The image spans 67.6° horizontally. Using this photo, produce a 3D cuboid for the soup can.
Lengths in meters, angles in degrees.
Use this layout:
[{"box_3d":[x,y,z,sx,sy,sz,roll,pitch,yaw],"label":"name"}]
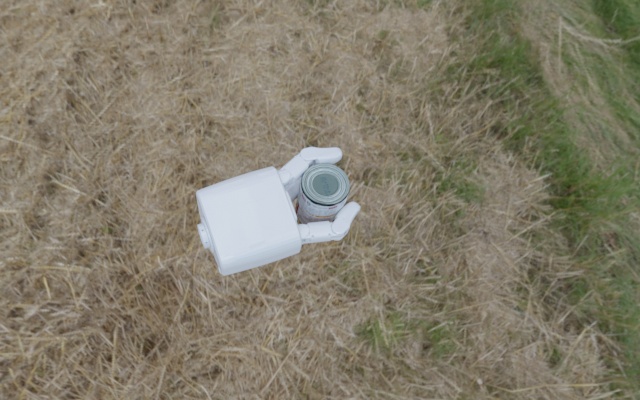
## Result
[{"box_3d":[0.001,0.002,0.670,0.068,0.068,0.102,0,-30,-9],"label":"soup can"}]
